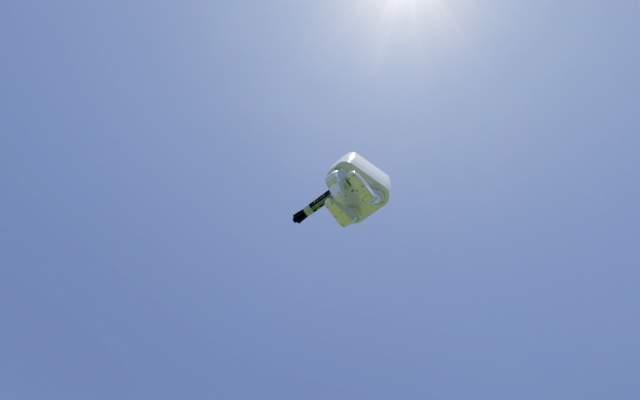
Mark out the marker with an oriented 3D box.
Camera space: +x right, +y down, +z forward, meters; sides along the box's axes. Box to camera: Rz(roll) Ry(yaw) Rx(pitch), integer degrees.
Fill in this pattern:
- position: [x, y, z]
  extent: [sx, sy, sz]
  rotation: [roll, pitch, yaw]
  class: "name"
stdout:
- position: [0.000, 0.003, 0.815]
  extent: [0.121, 0.020, 0.020]
  rotation: [-36, -13, 19]
  class: "marker"
